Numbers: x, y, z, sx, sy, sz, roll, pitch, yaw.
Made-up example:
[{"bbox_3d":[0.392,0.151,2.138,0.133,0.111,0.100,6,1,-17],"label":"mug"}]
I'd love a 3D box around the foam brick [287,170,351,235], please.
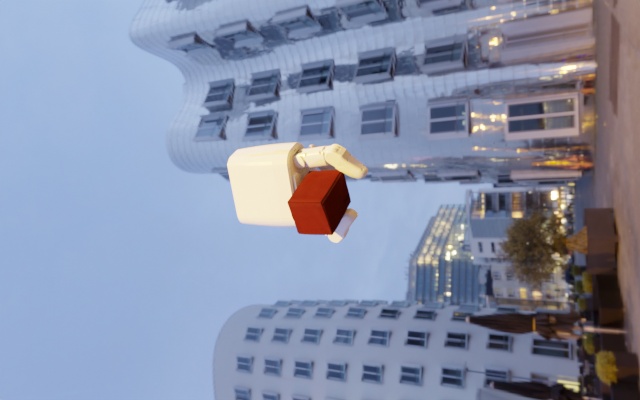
[{"bbox_3d":[0.000,0.002,0.625,0.051,0.053,0.078,0,34,26],"label":"foam brick"}]
